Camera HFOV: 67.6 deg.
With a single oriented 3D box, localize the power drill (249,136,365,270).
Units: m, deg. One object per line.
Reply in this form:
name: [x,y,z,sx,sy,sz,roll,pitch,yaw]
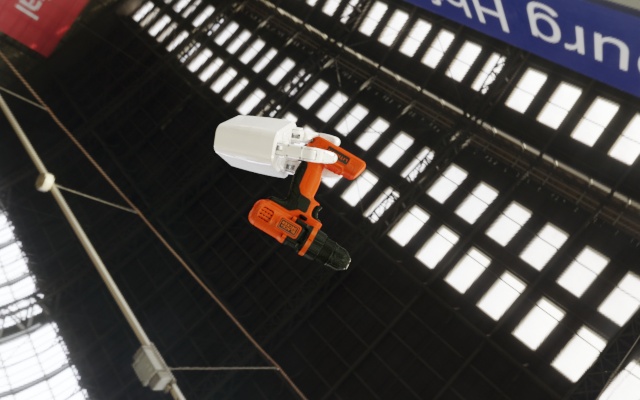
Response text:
power drill: [0.000,0.002,0.800,0.184,0.187,0.057,31,-14,-5]
